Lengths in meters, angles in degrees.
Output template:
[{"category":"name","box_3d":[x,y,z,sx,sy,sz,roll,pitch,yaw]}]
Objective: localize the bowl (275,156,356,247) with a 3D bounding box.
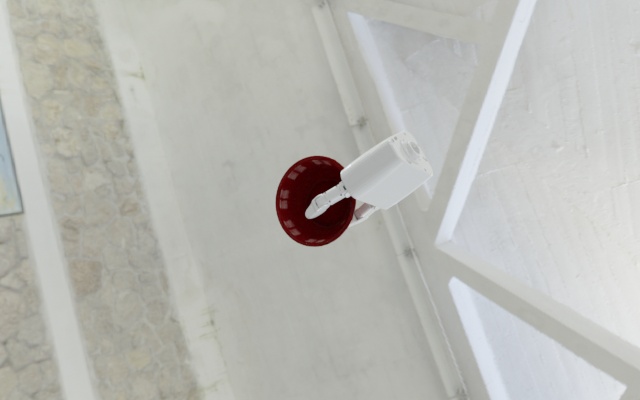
[{"category":"bowl","box_3d":[-0.001,0.003,0.861,0.162,0.162,0.055,0,-5,28]}]
